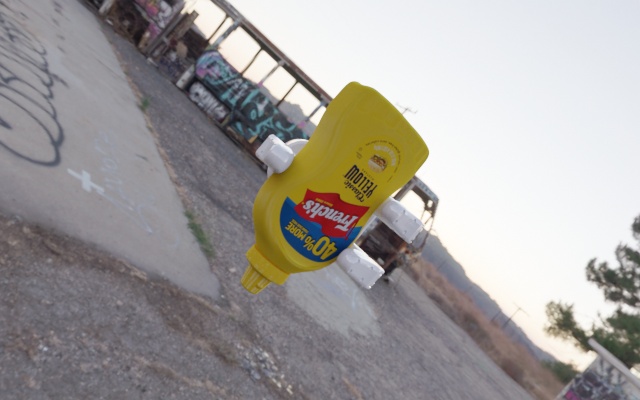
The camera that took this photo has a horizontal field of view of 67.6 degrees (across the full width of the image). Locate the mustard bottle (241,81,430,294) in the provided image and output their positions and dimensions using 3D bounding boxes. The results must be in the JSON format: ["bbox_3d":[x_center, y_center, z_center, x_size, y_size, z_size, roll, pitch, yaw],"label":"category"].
[{"bbox_3d":[0.000,0.001,0.403,0.096,0.191,0.058,39,3,-36],"label":"mustard bottle"}]
